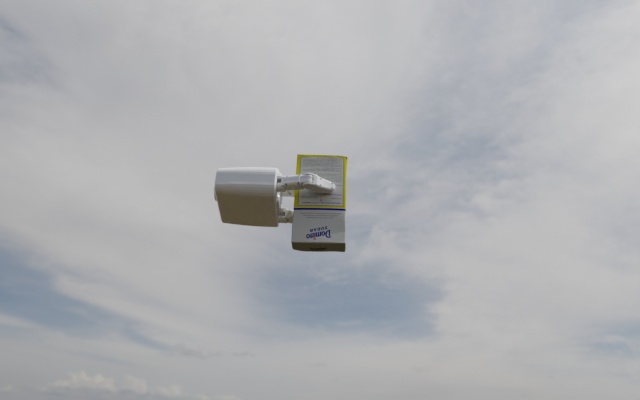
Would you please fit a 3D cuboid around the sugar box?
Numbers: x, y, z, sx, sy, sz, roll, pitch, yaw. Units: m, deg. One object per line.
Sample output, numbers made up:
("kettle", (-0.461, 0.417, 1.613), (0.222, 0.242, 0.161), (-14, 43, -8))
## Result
("sugar box", (0.000, 0.003, 0.842), (0.093, 0.176, 0.048), (2, -26, 3))
